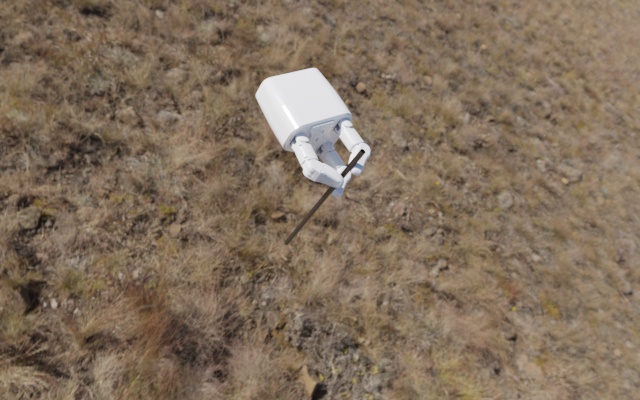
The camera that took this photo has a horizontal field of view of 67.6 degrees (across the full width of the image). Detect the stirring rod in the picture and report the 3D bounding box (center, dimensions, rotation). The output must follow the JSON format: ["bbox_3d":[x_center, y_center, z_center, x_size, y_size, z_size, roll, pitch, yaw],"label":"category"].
[{"bbox_3d":[0.000,0.002,0.729,0.011,0.011,0.240,0,-35,-36],"label":"stirring rod"}]
